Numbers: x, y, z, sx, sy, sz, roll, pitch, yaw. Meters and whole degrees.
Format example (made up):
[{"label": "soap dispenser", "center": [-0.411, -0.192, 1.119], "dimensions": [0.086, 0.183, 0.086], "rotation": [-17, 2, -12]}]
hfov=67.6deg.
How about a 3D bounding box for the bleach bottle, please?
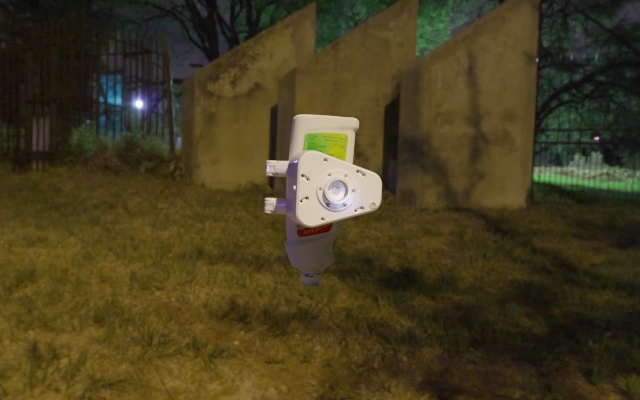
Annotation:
[{"label": "bleach bottle", "center": [0.000, 0.002, 0.717], "dimensions": [0.102, 0.251, 0.068], "rotation": [2, 2, -9]}]
